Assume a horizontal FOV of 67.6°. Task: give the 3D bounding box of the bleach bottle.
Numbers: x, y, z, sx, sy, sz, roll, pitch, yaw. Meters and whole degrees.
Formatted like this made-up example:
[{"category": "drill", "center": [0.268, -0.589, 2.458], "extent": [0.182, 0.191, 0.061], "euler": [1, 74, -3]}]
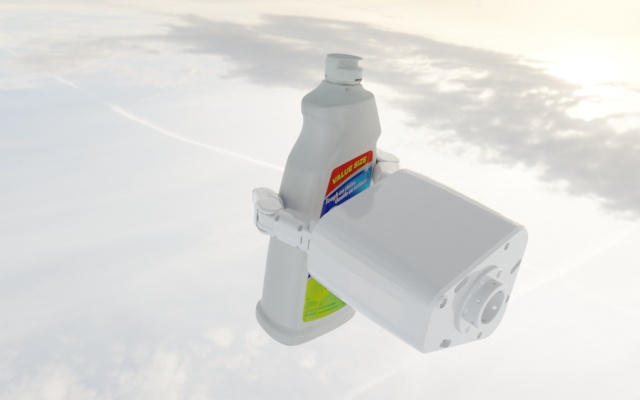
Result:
[{"category": "bleach bottle", "center": [0.000, 0.001, 0.423], "extent": [0.102, 0.251, 0.068], "euler": [-14, 31, -37]}]
